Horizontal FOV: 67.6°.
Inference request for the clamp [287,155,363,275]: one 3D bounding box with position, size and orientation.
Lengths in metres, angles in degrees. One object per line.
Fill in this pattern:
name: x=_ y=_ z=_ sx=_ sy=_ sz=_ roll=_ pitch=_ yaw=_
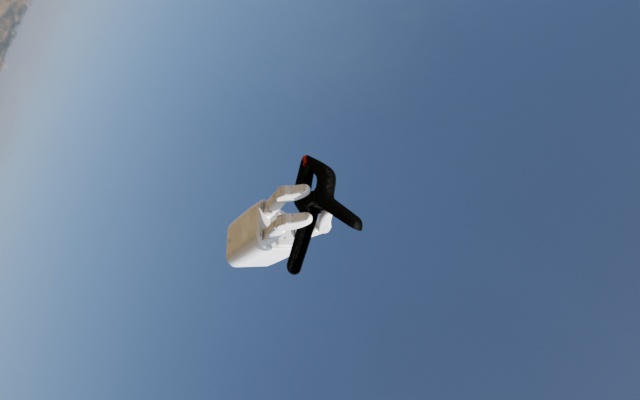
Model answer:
clamp: x=0.001 y=0.003 z=0.799 sx=0.036 sy=0.209 sz=0.164 roll=25 pitch=-41 yaw=-37
